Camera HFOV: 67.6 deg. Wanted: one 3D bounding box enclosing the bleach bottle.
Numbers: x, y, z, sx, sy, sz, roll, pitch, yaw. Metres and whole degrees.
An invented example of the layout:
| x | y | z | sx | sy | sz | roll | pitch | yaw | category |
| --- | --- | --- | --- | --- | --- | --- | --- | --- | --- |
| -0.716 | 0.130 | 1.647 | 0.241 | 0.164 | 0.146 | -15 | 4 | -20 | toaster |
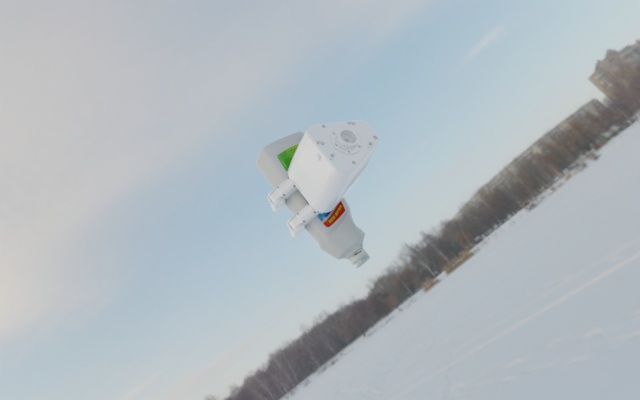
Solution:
| x | y | z | sx | sy | sz | roll | pitch | yaw | category |
| --- | --- | --- | --- | --- | --- | --- | --- | --- | --- |
| 0.000 | 0.003 | 0.805 | 0.102 | 0.250 | 0.068 | -28 | -19 | -33 | bleach bottle |
